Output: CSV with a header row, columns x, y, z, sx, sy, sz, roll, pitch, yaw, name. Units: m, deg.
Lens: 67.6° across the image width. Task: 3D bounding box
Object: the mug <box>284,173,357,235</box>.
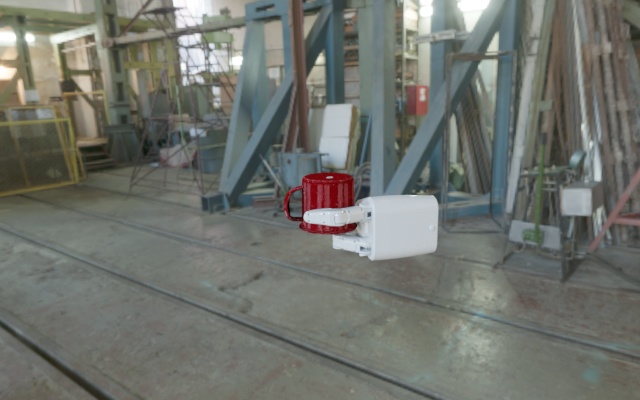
x,y,z,sx,sy,sz,roll,pitch,yaw,name
-0.001,0.002,0.747,0.117,0.081,0.093,-3,13,-12,mug
